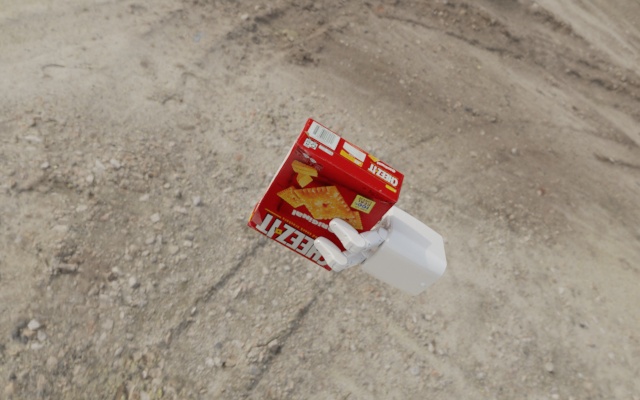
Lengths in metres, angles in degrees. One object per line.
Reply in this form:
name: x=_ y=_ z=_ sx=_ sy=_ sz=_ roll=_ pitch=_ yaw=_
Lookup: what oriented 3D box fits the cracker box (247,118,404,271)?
cracker box: x=0.000 y=0.002 z=0.736 sx=0.164 sy=0.072 sz=0.214 roll=30 pitch=-45 yaw=-7
